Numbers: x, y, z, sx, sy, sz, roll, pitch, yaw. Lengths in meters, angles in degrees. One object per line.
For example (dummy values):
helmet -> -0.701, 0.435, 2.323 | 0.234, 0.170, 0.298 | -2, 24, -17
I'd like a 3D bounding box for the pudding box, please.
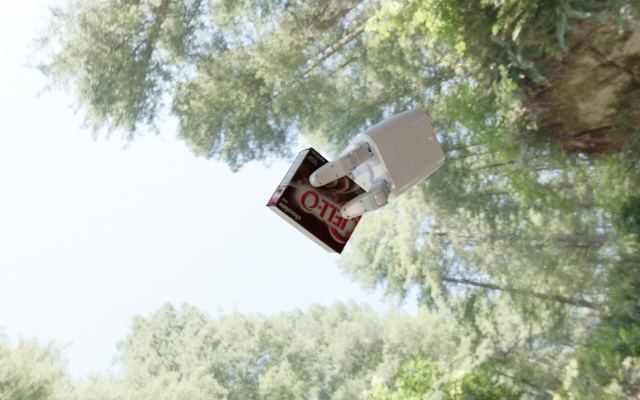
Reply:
pudding box -> 0.000, 0.002, 0.606 | 0.113, 0.090, 0.039 | 37, -19, -20
